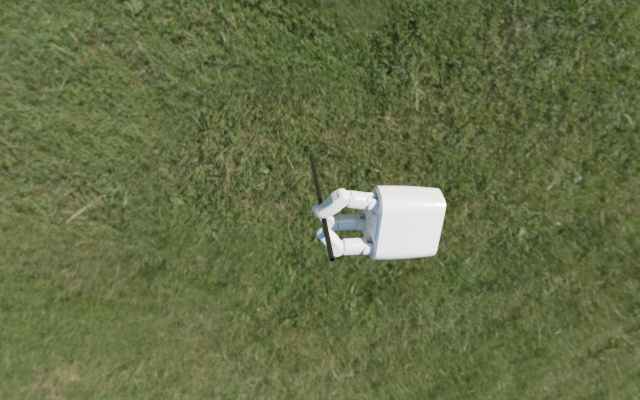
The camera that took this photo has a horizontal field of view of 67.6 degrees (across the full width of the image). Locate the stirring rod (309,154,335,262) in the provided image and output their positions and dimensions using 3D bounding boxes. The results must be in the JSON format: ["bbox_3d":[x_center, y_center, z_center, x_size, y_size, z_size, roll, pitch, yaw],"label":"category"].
[{"bbox_3d":[0.000,0.002,0.756,0.011,0.011,0.239,0,42,-10],"label":"stirring rod"}]
